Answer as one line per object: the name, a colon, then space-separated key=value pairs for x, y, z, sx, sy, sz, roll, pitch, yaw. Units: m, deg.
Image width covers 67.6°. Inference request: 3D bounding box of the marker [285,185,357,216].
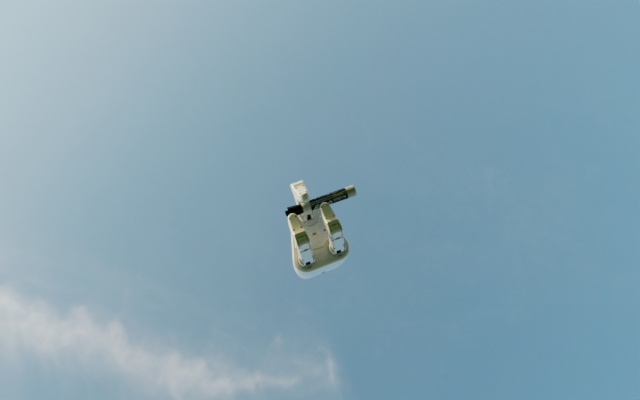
marker: x=0.000 y=0.003 z=0.782 sx=0.121 sy=0.020 sz=0.020 roll=-19 pitch=3 yaw=-8
